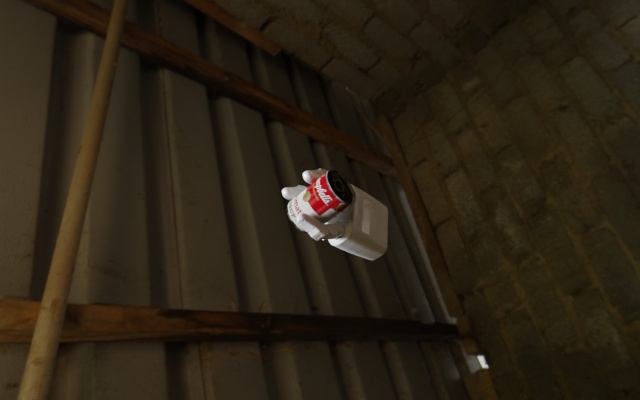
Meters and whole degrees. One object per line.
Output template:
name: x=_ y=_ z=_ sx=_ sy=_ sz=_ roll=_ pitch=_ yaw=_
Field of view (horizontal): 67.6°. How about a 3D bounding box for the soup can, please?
soup can: x=0.000 y=0.003 z=0.812 sx=0.102 sy=0.068 sz=0.068 roll=-37 pitch=-21 yaw=31
